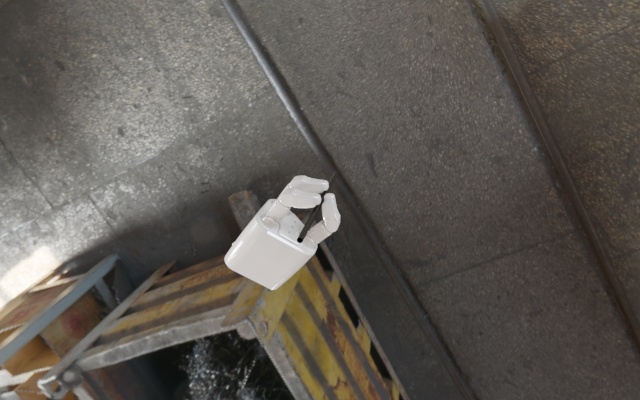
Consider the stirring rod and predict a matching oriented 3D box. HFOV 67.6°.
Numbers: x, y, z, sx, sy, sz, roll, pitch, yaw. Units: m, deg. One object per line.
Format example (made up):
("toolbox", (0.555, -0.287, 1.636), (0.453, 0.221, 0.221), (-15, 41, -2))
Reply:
("stirring rod", (0.000, 0.002, 0.714), (0.011, 0.011, 0.239), (0, 24, 14))
